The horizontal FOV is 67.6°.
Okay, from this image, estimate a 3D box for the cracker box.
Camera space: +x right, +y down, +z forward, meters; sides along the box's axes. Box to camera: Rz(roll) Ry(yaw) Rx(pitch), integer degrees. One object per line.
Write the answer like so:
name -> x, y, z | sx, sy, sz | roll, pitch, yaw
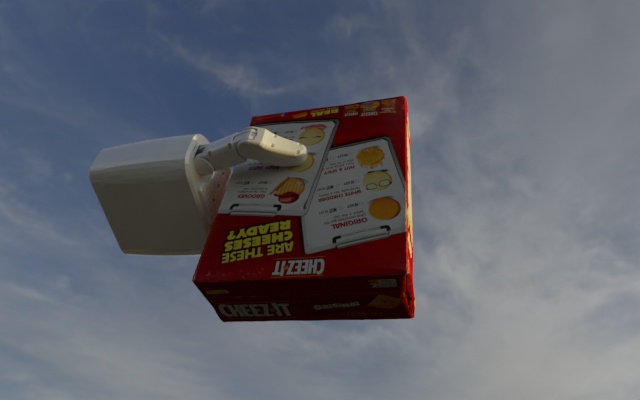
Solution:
cracker box -> 0.000, 0.001, 0.433 | 0.164, 0.213, 0.072 | -5, -45, 14
